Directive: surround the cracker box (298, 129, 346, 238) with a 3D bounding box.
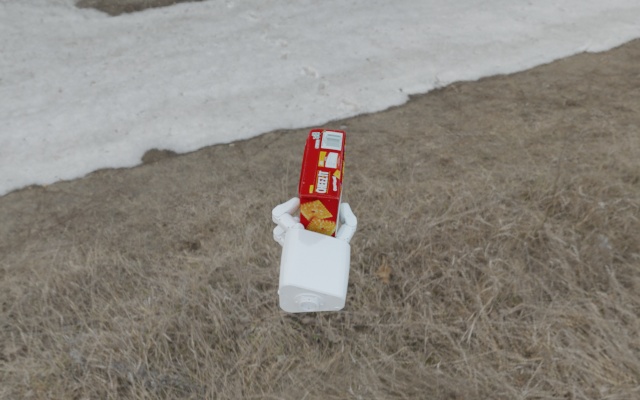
[{"bbox_3d":[0.000,0.003,0.869,0.072,0.164,0.214,6,-40,1],"label":"cracker box"}]
